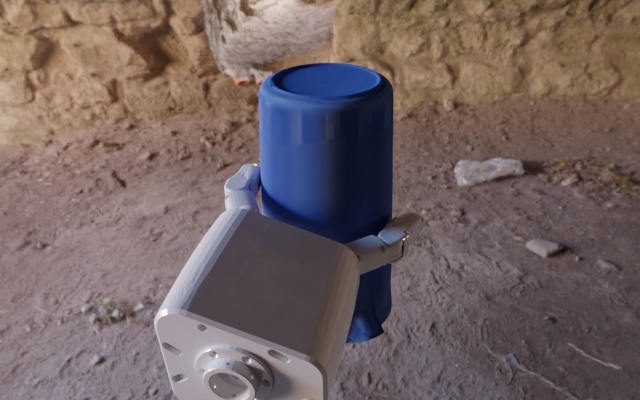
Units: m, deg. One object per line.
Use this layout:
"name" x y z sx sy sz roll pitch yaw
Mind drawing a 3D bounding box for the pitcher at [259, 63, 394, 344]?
"pitcher" 0.000 0.002 0.449 0.149 0.243 0.145 7 33 13
